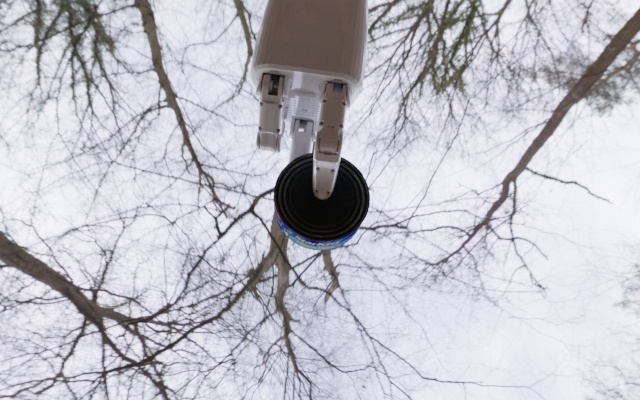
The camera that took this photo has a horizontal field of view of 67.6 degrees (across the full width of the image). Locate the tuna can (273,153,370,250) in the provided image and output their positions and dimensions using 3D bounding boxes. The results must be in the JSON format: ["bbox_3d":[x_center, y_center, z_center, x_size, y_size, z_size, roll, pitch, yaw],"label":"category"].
[{"bbox_3d":[0.000,0.002,0.436,0.086,0.086,0.034,0,-22,-6],"label":"tuna can"}]
